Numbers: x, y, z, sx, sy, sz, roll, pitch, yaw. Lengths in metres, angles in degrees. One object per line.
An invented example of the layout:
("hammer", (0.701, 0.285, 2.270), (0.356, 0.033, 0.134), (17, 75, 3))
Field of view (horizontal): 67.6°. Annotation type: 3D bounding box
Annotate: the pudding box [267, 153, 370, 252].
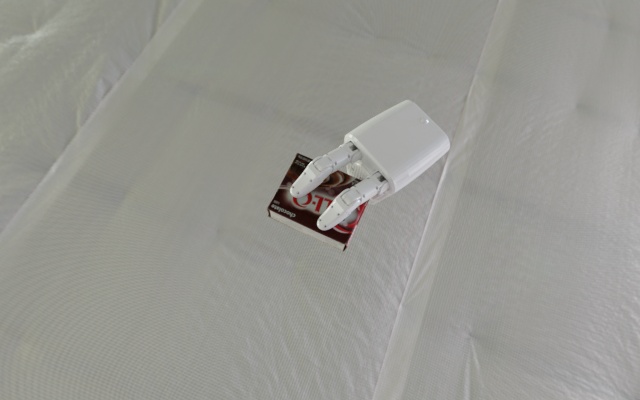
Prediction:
("pudding box", (0.000, 0.002, 0.621), (0.113, 0.090, 0.039), (23, -23, 8))
